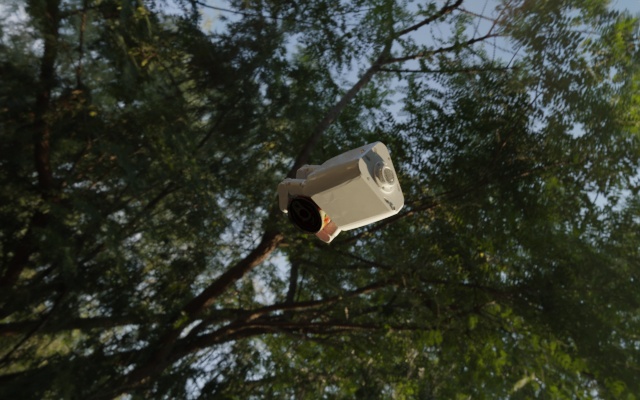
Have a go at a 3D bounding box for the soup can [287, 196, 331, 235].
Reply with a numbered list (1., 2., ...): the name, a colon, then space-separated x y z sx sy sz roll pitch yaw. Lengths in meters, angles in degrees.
1. soup can: 0.000 0.003 0.800 0.068 0.068 0.102 0 27 36
